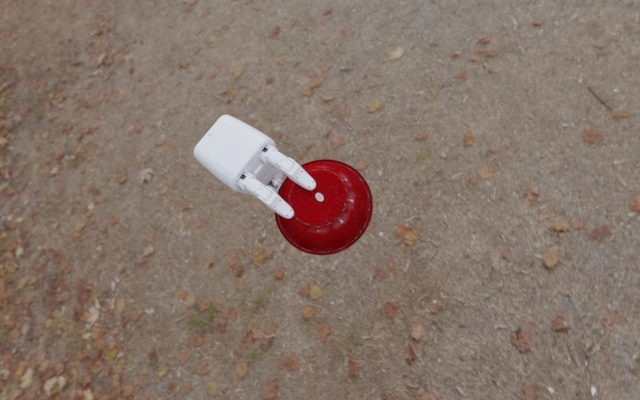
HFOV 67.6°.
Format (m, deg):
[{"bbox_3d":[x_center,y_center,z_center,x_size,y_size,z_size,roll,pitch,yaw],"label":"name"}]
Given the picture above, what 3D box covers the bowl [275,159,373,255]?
[{"bbox_3d":[0.001,0.003,0.749,0.162,0.162,0.055,0,-15,9],"label":"bowl"}]
